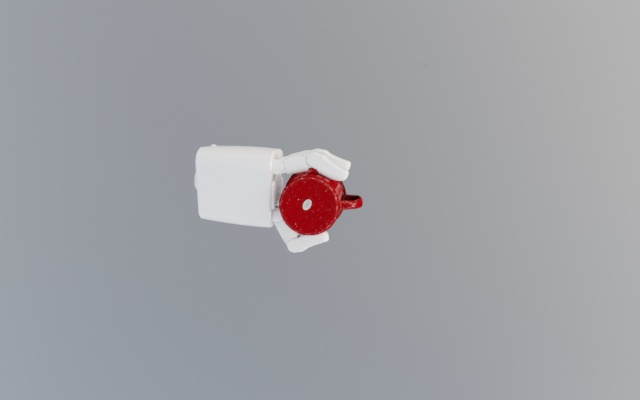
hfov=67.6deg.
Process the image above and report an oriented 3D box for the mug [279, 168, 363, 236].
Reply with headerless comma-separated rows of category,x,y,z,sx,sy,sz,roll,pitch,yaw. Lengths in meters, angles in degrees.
mug,0.002,0.002,0.663,0.117,0.093,0.081,4,10,5
